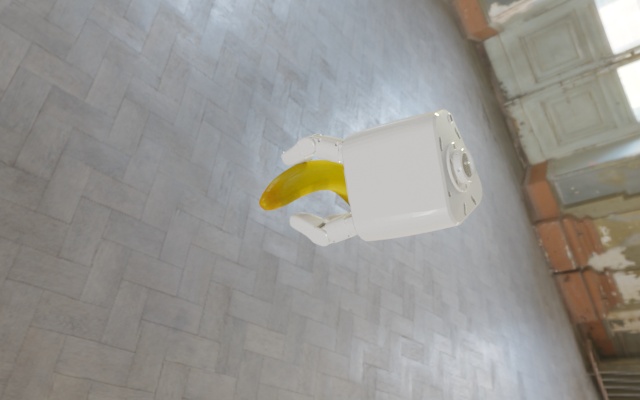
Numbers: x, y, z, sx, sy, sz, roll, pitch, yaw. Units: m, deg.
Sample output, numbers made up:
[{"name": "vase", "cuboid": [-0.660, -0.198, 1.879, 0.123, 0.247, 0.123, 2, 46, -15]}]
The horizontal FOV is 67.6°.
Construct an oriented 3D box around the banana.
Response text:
[{"name": "banana", "cuboid": [0.002, -0.016, 0.583, 0.037, 0.069, 0.198, -5, -8, 38]}]
